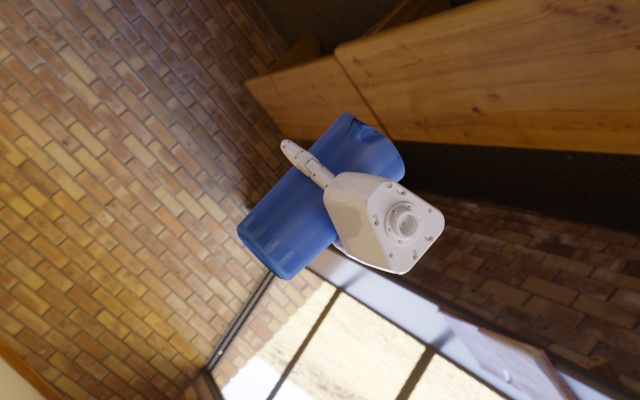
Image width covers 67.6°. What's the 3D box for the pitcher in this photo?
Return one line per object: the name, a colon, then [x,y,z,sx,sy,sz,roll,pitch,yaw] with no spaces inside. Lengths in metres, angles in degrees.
pitcher: [0.000,0.002,0.706,0.243,0.149,0.145,-45,20,-14]
